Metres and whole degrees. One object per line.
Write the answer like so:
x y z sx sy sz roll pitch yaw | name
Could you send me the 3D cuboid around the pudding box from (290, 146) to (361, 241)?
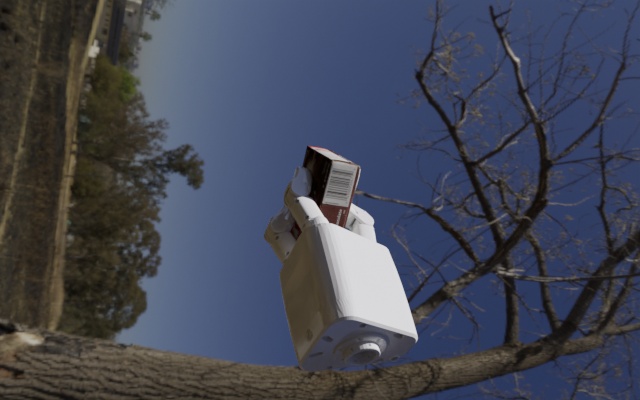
0.000 0.002 0.540 0.039 0.113 0.090 11 12 -22 | pudding box
